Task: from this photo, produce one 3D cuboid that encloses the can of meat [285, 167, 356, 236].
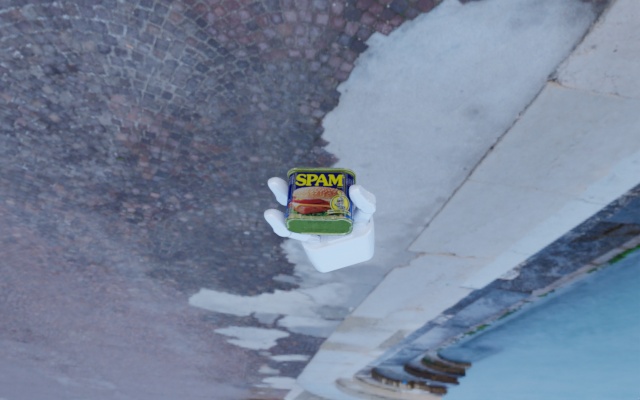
[{"bbox_3d":[0.000,0.003,0.693,0.102,0.084,0.057,1,-29,5],"label":"can of meat"}]
